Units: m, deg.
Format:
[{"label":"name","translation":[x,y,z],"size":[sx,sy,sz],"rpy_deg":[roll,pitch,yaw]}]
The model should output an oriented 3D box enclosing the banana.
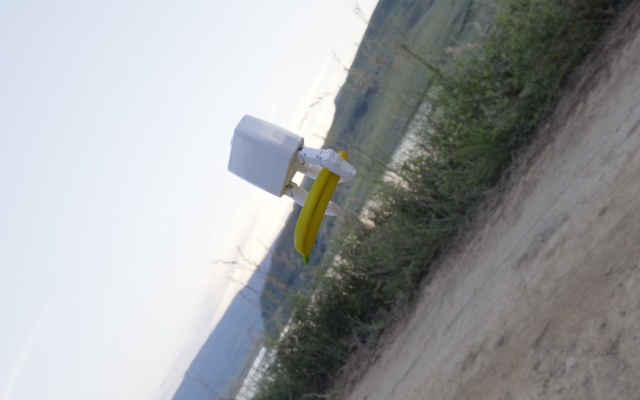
[{"label":"banana","translation":[-0.003,0.003,0.766],"size":[0.037,0.198,0.069],"rpy_deg":[21,-7,8]}]
